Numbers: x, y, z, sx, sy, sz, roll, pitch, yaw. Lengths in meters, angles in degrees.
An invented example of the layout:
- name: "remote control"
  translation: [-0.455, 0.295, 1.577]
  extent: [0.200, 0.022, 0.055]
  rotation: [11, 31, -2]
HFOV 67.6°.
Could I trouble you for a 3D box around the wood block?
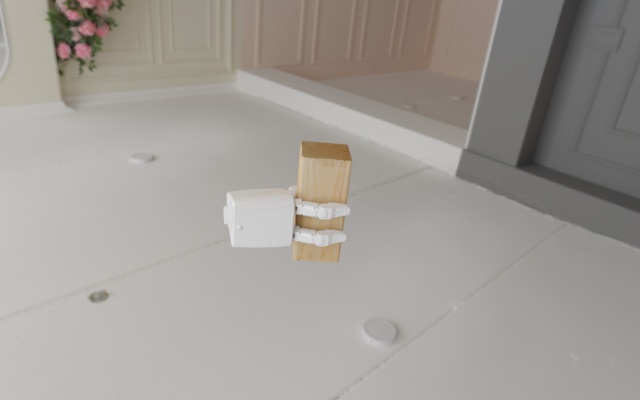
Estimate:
- name: "wood block"
  translation: [0.000, 0.003, 0.893]
  extent: [0.090, 0.206, 0.090]
  rotation: [4, 26, -5]
